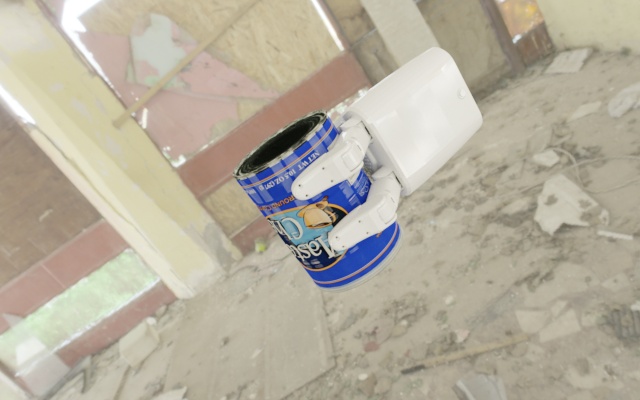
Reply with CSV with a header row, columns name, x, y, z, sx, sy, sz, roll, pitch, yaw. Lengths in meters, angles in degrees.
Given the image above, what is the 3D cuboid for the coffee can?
name,x,y,z,sx,sy,sz,roll,pitch,yaw
coffee can,0.000,0.002,0.451,0.103,0.140,0.102,-30,20,12
